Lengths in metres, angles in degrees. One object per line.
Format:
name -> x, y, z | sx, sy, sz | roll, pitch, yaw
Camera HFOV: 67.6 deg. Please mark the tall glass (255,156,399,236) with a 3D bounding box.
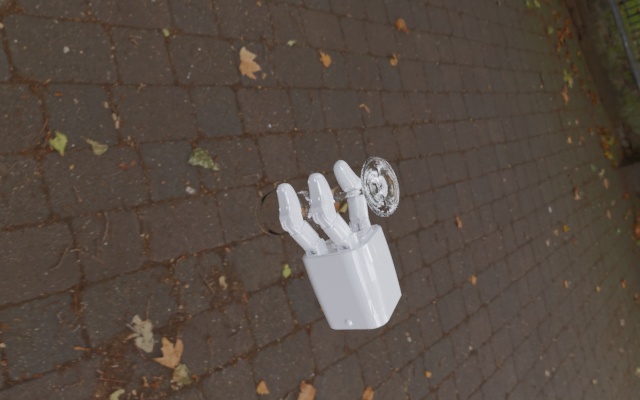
tall glass -> 0.001, 0.002, 0.634 | 0.201, 0.079, 0.079 | -14, -9, 41
